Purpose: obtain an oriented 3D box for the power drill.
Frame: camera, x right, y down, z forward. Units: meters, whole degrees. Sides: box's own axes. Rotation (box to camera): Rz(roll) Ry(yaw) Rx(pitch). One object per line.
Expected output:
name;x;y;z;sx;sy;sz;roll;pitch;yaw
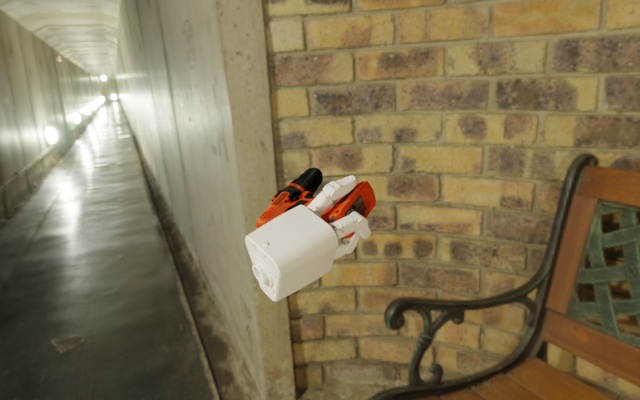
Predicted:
power drill;0.000;0.003;0.840;0.187;0.057;0.184;1;40;41
